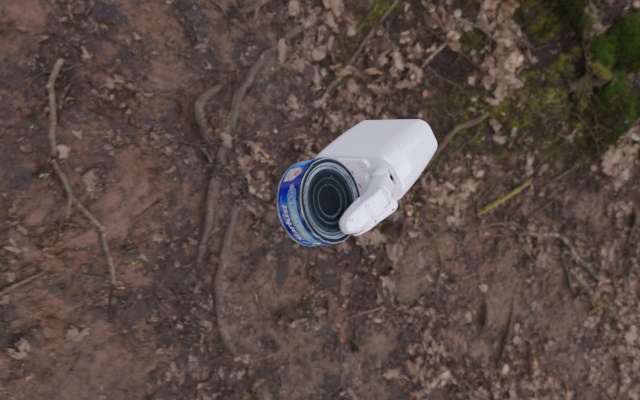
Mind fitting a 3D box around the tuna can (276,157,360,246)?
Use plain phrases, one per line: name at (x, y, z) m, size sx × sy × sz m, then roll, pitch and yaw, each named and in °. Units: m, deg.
tuna can at (0.000, 0.002, 0.466) m, size 0.086 × 0.086 × 0.034 m, roll 0°, pitch -6°, yaw -44°
